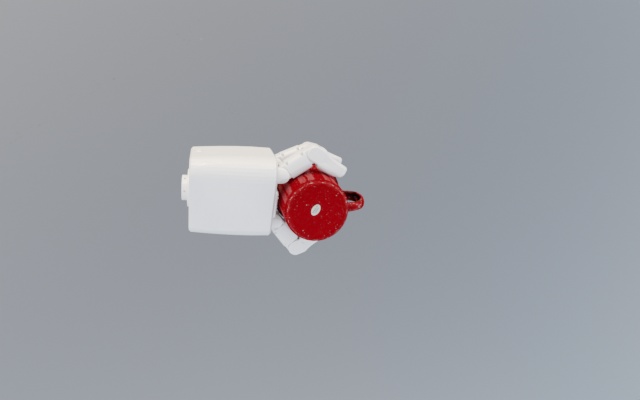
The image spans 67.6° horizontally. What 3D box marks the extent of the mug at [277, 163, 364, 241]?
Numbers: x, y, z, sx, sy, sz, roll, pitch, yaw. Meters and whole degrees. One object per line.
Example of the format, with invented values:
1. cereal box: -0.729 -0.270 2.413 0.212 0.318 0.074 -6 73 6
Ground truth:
1. mug: 0.002 0.002 0.625 0.117 0.093 0.081 1 18 -13
